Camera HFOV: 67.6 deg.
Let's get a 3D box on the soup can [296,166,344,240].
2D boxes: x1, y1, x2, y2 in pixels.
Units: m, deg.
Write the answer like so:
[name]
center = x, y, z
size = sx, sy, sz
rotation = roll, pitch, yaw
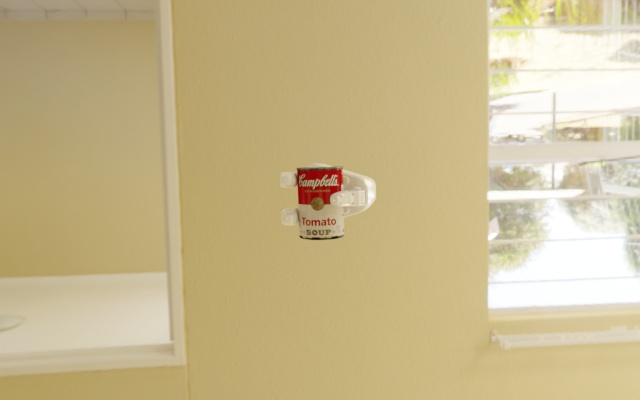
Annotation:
[soup can]
center = 0.000, 0.003, 0.693
size = 0.068, 0.102, 0.068
rotation = -1, 5, 0
